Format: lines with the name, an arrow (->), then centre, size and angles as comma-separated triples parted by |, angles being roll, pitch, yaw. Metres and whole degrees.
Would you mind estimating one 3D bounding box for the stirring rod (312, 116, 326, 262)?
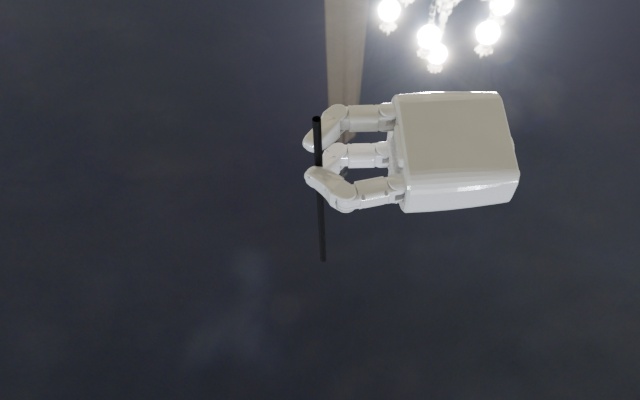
stirring rod -> 0.000, 0.002, 0.517 | 0.011, 0.011, 0.240 | 0, -38, 2
